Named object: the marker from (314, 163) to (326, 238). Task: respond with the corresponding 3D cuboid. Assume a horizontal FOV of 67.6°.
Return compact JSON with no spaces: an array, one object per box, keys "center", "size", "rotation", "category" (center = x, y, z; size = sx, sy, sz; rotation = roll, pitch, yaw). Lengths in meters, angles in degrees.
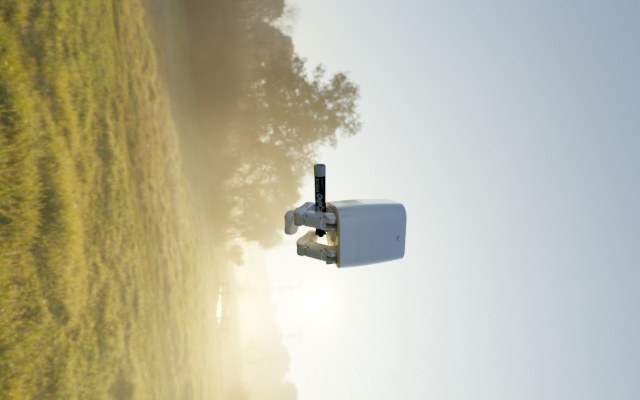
[{"center":[0.000,0.002,0.736],"size":[0.020,0.121,0.020],"rotation":[-1,24,0],"category":"marker"}]
